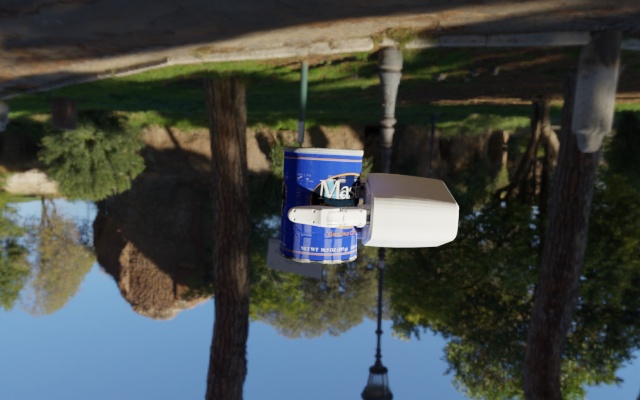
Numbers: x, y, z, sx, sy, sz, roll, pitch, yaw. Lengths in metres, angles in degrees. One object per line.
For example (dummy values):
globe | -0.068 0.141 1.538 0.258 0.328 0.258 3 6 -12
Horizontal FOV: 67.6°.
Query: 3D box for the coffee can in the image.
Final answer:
coffee can | 0.000 0.002 0.622 0.103 0.140 0.103 3 6 0
